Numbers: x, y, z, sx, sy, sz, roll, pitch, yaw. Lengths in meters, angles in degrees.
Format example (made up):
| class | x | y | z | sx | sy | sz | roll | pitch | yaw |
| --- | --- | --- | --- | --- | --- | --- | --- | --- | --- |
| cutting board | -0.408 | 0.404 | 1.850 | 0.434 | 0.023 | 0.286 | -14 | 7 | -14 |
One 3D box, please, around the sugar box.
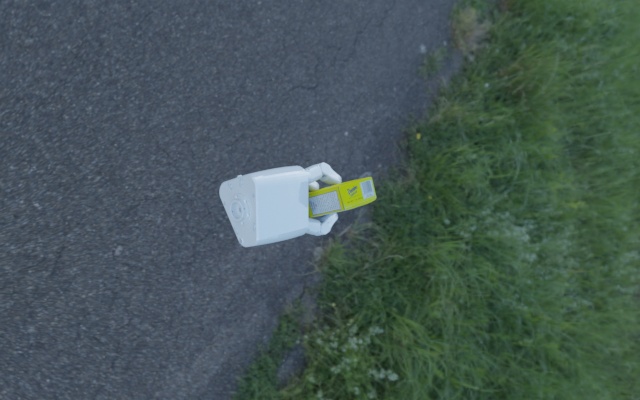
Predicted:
| class | x | y | z | sx | sy | sz | roll | pitch | yaw |
| --- | --- | --- | --- | --- | --- | --- | --- | --- | --- |
| sugar box | 0.000 | 0.002 | 0.829 | 0.176 | 0.048 | 0.093 | -11 | 4 | 42 |
